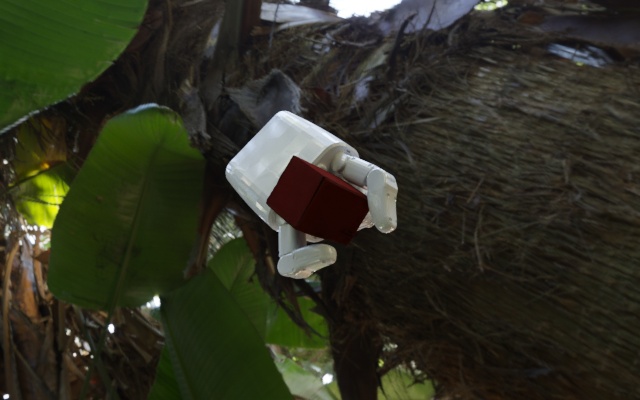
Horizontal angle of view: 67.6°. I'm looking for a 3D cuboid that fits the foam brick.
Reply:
[{"bbox_3d":[0.000,0.001,0.440,0.078,0.053,0.051,23,11,-48],"label":"foam brick"}]
